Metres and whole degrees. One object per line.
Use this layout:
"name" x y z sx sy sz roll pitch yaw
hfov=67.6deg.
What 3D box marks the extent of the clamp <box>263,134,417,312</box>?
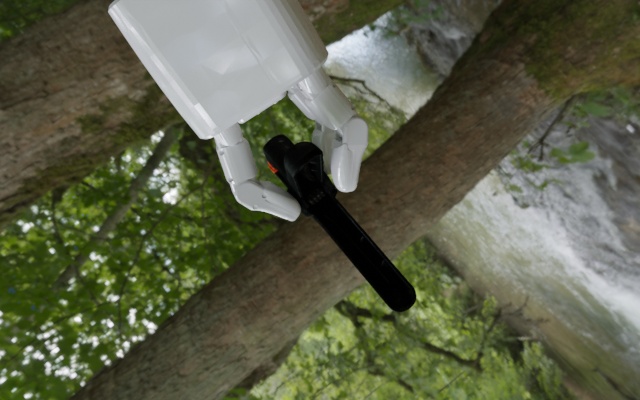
"clamp" -0.001 0.002 0.413 0.036 0.165 0.210 -38 24 -5
